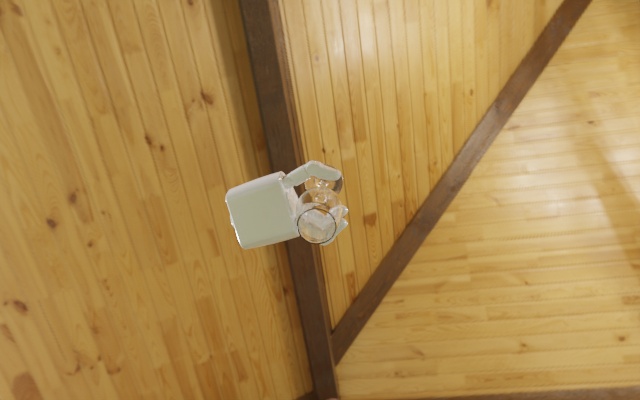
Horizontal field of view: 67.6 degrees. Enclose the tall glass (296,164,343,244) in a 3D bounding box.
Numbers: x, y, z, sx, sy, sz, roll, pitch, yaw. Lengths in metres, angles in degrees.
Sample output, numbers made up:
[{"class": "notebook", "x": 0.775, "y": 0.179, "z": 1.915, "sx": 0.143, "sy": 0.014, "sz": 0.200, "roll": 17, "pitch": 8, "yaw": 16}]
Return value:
[{"class": "tall glass", "x": 0.000, "y": 0.002, "z": 0.824, "sx": 0.079, "sy": 0.079, "sz": 0.201, "roll": 0, "pitch": 22, "yaw": 4}]
